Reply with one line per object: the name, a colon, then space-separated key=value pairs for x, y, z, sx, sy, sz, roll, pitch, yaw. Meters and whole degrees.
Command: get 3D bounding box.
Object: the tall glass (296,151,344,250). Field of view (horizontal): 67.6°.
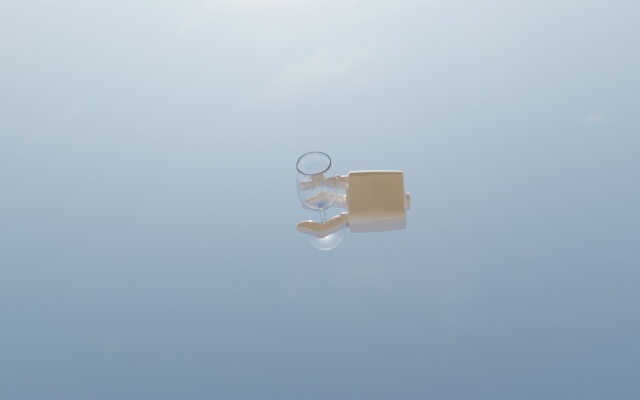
tall glass: x=0.000 y=0.003 z=0.900 sx=0.079 sy=0.079 sz=0.201 roll=0 pitch=-43 yaw=10
